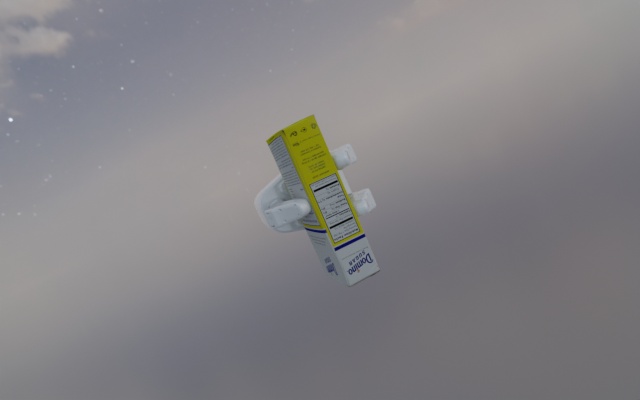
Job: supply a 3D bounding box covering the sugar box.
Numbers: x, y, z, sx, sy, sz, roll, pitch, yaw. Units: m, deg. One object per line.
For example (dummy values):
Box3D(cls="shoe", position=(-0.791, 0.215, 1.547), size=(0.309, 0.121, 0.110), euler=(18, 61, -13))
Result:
Box3D(cls="sugar box", position=(0.000, 0.001, 0.523), size=(0.048, 0.176, 0.093), euler=(-27, 7, -13))
